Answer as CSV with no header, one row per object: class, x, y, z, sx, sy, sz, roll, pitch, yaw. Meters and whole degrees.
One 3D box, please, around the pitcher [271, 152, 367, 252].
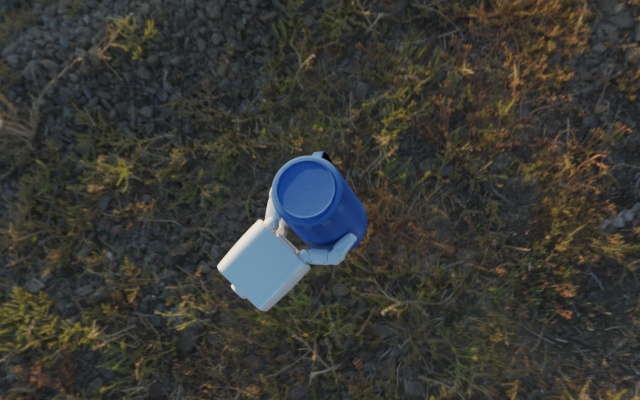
pitcher,0.000,0.003,0.802,0.149,0.145,0.243,44,-3,18
